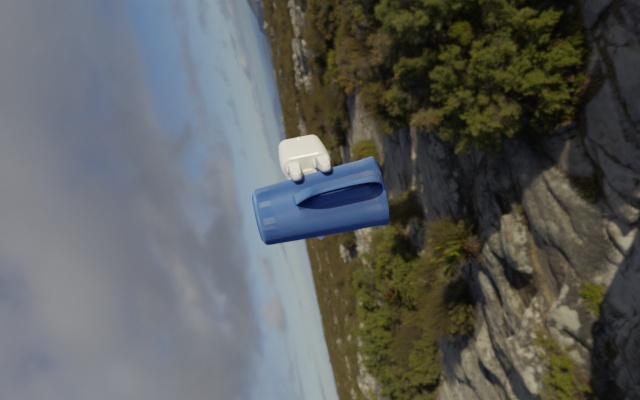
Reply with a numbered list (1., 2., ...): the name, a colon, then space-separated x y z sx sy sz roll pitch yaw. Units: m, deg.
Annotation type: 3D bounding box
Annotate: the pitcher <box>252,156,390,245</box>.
1. pitcher: 0.000 0.003 0.887 0.243 0.149 0.145 -13 31 -4
